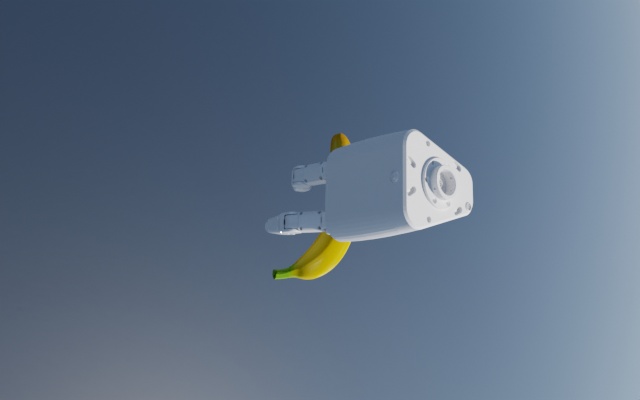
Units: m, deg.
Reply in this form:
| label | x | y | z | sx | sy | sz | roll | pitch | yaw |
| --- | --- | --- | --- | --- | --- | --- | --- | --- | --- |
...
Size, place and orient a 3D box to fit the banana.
| label | x | y | z | sx | sy | sz | roll | pitch | yaw |
| --- | --- | --- | --- | --- | --- | --- | --- | --- | --- |
| banana | 0.014 | 0.014 | 0.563 | 0.070 | 0.197 | 0.037 | 31 | -23 | -20 |
